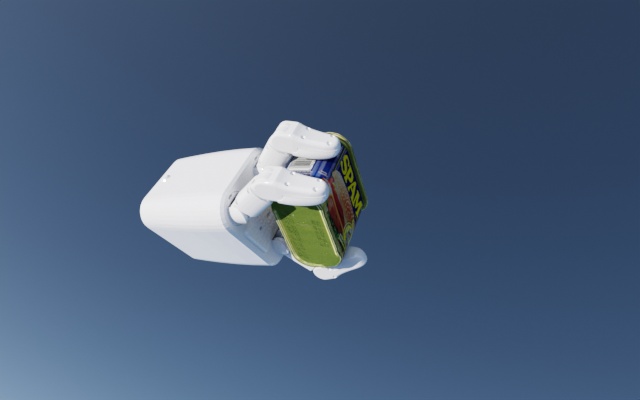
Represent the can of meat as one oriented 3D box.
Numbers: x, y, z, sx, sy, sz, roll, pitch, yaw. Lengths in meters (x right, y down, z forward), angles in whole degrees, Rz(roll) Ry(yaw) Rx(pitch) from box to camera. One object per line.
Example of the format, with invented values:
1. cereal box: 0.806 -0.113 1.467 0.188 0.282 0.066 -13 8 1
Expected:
1. can of meat: 0.000 0.002 0.452 0.057 0.102 0.084 1 44 25
